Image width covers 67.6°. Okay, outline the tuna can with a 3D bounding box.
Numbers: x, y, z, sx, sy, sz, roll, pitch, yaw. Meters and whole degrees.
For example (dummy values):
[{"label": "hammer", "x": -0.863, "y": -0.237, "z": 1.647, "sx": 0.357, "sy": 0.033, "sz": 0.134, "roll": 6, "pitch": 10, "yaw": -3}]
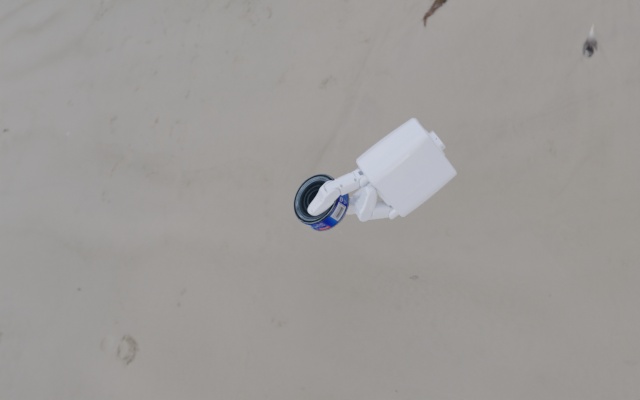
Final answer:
[{"label": "tuna can", "x": 0.000, "y": 0.002, "z": 0.746, "sx": 0.086, "sy": 0.086, "sz": 0.034, "roll": 0, "pitch": -21, "yaw": 37}]
